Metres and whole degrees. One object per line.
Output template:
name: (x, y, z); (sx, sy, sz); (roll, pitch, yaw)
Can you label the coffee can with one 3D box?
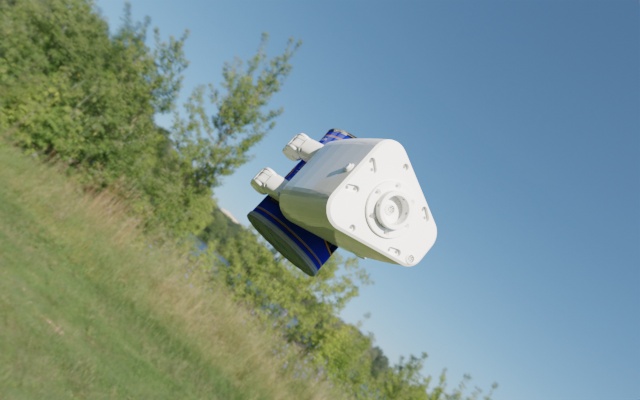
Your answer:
coffee can: (0.000, 0.002, 0.553); (0.103, 0.140, 0.103); (39, -15, 12)
